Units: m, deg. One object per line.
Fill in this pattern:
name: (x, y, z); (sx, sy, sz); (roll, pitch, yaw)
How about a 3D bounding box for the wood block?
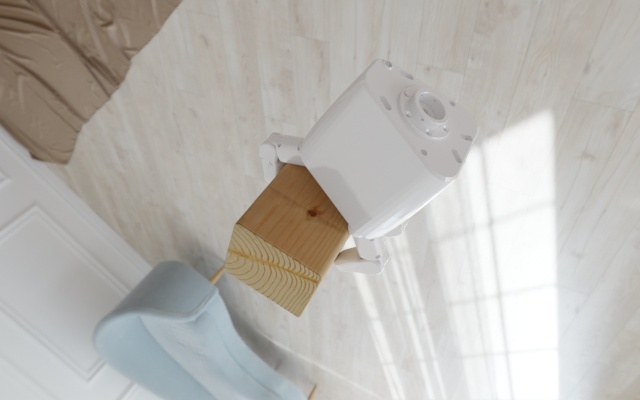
wood block: (0.000, 0.001, 0.498); (0.091, 0.206, 0.090); (32, -39, 6)
